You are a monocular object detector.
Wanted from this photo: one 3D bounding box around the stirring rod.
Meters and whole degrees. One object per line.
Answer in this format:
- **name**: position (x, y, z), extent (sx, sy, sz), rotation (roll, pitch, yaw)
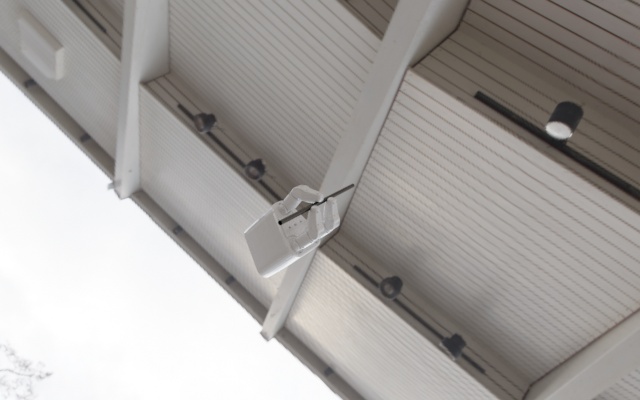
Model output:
- **stirring rod**: position (0.000, 0.003, 0.849), extent (0.011, 0.011, 0.239), rotation (0, 16, 34)
